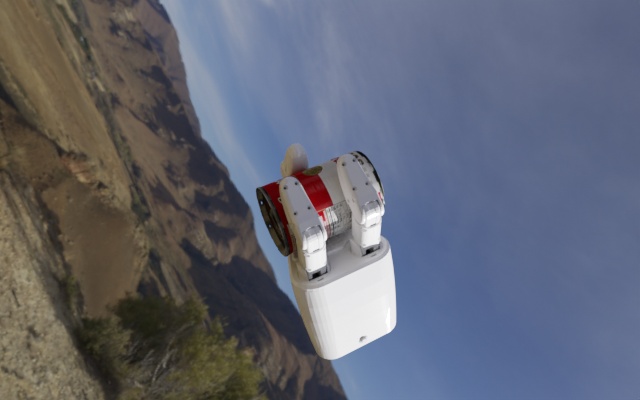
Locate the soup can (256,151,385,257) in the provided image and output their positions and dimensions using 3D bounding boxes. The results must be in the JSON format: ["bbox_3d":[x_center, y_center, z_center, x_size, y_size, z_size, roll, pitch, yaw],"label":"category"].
[{"bbox_3d":[0.000,0.001,0.444,0.102,0.068,0.068,-22,6,-15],"label":"soup can"}]
